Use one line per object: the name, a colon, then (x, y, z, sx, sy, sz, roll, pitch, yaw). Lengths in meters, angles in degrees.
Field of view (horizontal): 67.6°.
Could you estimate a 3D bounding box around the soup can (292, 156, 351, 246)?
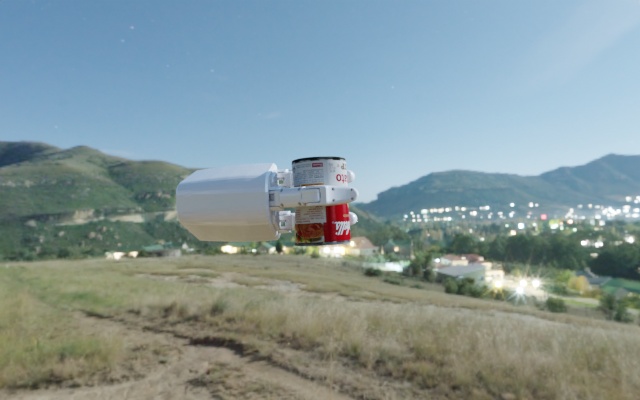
soup can: (0.001, 0.002, 0.574, 0.068, 0.102, 0.068, -3, -3, 0)
